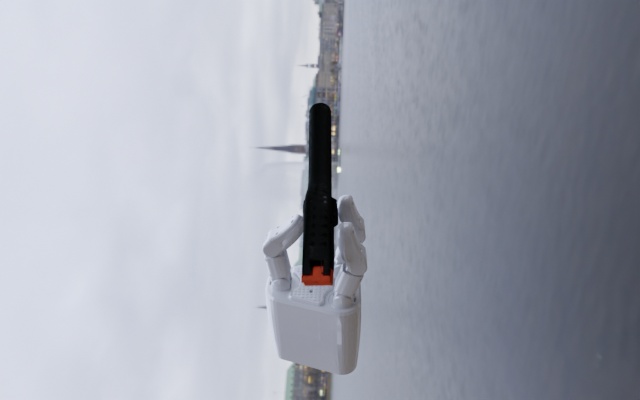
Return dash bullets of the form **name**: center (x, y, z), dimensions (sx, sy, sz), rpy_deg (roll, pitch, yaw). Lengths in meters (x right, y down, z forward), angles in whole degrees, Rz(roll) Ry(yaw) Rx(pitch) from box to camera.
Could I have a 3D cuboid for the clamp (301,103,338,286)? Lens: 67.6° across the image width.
- **clamp**: center (-0.001, 0.002, 0.508), dimensions (0.036, 0.165, 0.209), rpy_deg (-2, 31, 5)
